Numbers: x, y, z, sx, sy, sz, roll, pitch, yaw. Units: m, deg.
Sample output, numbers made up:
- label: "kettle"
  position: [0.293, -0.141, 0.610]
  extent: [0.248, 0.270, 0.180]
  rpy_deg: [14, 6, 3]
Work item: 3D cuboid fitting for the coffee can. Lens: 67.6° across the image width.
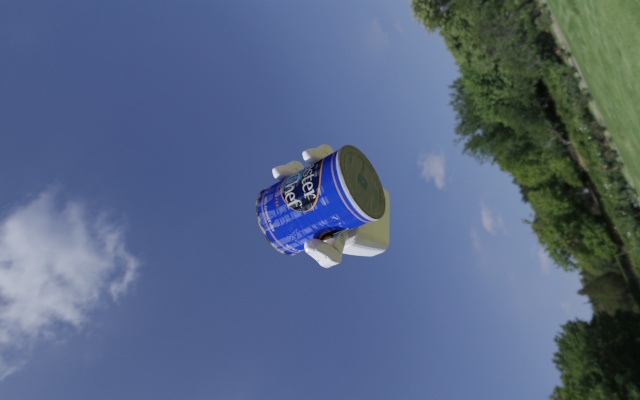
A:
- label: "coffee can"
  position: [0.000, 0.002, 0.635]
  extent: [0.140, 0.102, 0.103]
  rpy_deg: [-26, -13, 29]
